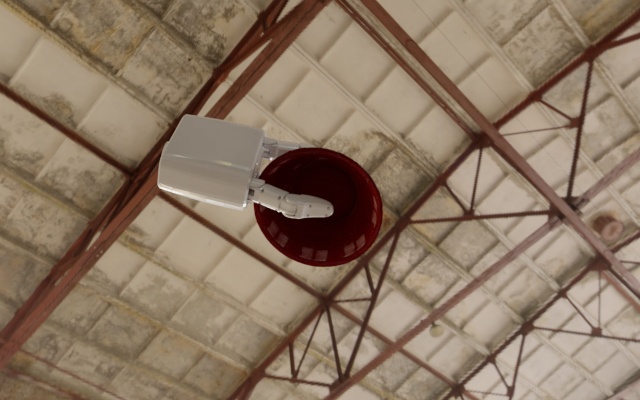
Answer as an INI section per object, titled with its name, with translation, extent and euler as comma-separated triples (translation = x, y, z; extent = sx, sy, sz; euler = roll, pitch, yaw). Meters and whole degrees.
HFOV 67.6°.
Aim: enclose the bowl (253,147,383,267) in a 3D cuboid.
[bowl]
translation = 0.001, 0.002, 0.603
extent = 0.162, 0.162, 0.055
euler = 0, 24, 12
